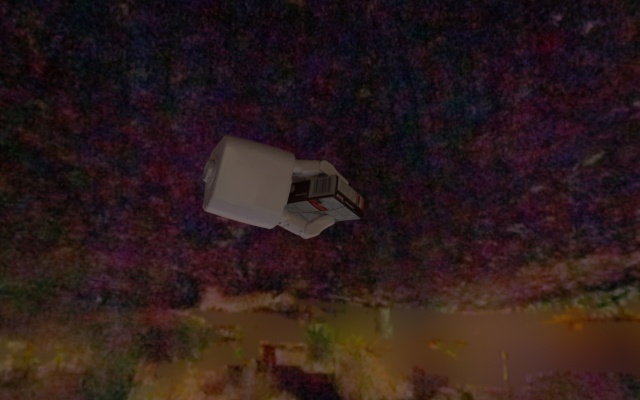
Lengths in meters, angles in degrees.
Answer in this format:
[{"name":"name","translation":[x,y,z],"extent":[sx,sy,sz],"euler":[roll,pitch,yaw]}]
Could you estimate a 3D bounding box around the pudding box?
[{"name":"pudding box","translation":[0.000,0.003,0.749],"extent":[0.113,0.039,0.090],"euler":[-7,-27,34]}]
